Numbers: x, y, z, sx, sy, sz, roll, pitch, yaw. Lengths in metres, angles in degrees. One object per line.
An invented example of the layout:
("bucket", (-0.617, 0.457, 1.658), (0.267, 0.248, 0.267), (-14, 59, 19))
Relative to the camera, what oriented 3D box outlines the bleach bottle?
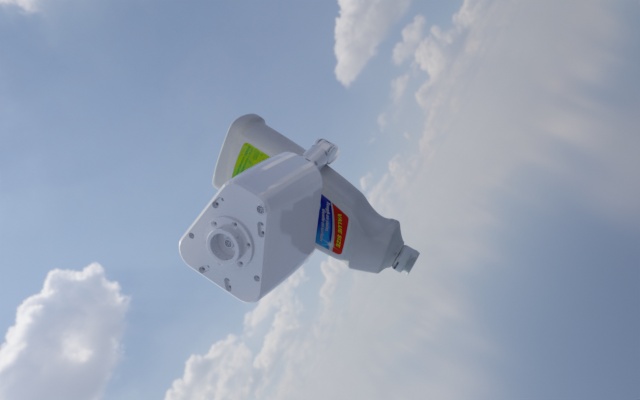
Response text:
("bleach bottle", (0.000, 0.002, 0.548), (0.251, 0.103, 0.068), (30, 26, 12))
